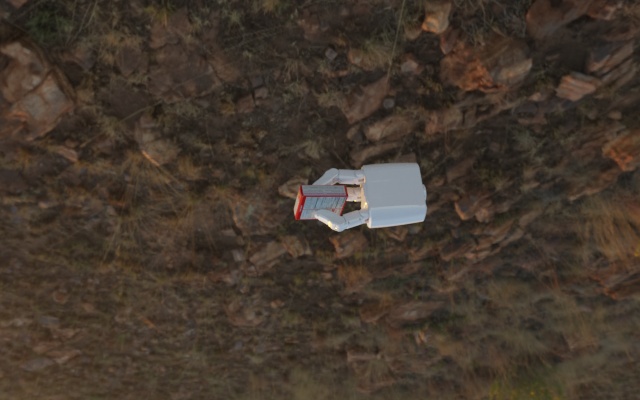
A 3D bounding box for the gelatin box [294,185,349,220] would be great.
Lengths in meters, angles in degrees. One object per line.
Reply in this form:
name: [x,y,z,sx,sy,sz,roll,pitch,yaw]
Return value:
gelatin box: [0.000,0.003,0.888,0.089,0.030,0.073,-1,-36,-16]
